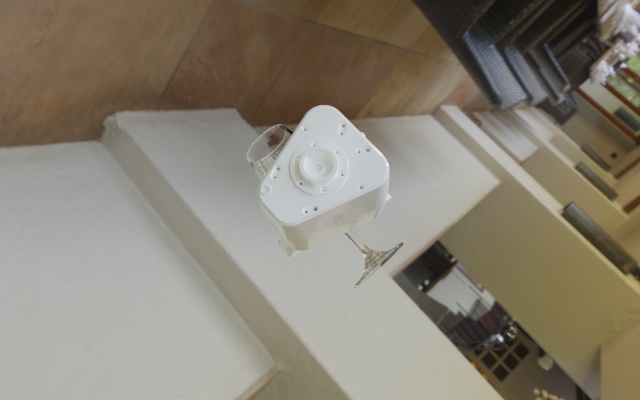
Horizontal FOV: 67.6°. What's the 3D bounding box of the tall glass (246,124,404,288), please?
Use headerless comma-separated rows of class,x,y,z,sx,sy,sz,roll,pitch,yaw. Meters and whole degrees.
tall glass,0.000,0.002,0.555,0.079,0.201,0.079,-40,-13,-12
